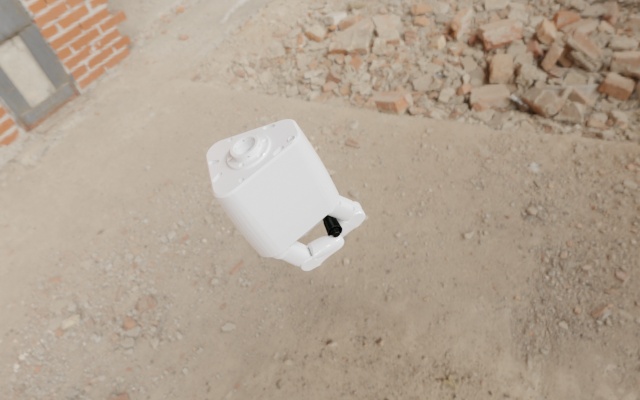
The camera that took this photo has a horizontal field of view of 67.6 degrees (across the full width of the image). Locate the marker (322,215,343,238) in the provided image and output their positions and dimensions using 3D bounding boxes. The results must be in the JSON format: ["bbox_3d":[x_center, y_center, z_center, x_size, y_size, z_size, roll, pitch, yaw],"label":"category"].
[{"bbox_3d":[0.000,0.002,0.595,0.020,0.020,0.121,0,39,-23],"label":"marker"}]
